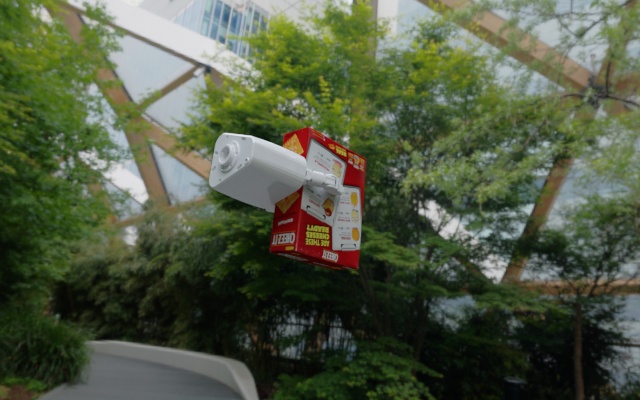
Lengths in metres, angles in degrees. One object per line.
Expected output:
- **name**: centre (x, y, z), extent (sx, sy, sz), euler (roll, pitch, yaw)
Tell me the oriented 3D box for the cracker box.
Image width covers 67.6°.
- **cracker box**: centre (0.000, 0.003, 0.839), extent (0.072, 0.213, 0.164), euler (-8, -21, 41)
